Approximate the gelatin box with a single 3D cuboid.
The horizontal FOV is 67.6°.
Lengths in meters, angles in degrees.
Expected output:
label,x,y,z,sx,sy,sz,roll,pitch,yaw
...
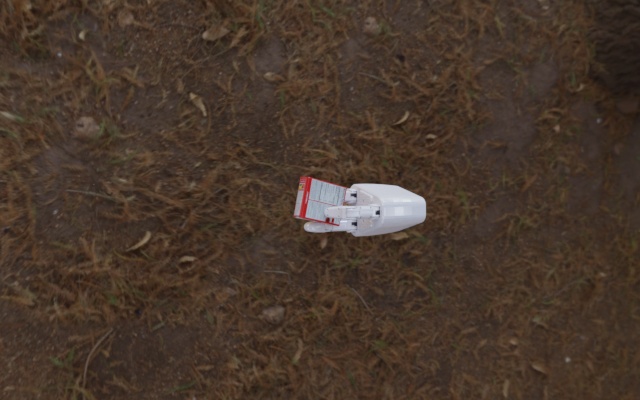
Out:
label,x,y,z,sx,sy,sz,roll,pitch,yaw
gelatin box,0.000,0.003,0.852,0.089,0.073,0.030,14,-6,-35
